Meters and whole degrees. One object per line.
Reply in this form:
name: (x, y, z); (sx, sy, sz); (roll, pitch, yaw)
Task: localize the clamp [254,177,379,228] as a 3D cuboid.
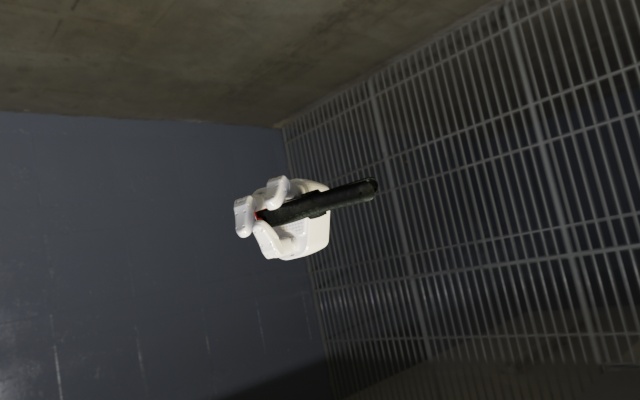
clamp: (0.000, 0.003, 0.632); (0.171, 0.039, 0.120); (-14, -2, 19)
